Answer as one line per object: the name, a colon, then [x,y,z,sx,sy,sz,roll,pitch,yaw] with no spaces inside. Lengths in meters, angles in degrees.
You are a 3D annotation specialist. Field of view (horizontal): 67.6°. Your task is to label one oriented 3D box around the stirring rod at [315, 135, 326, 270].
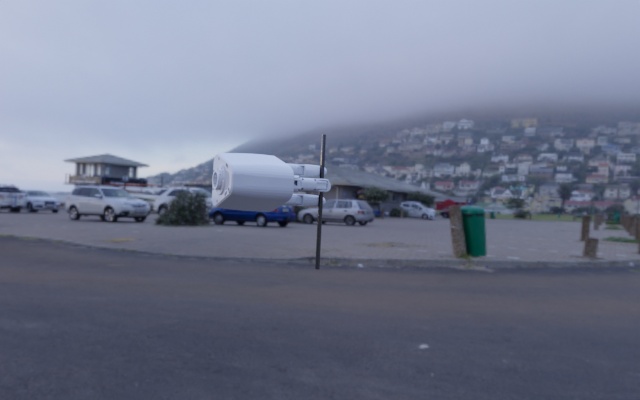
stirring rod: [0.000,0.003,0.854,0.011,0.239,0.011,3,0,0]
